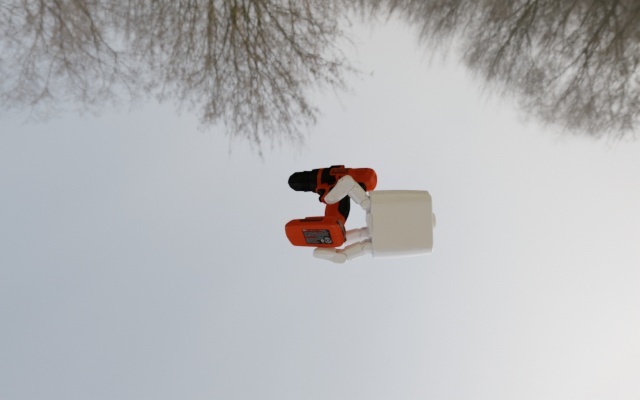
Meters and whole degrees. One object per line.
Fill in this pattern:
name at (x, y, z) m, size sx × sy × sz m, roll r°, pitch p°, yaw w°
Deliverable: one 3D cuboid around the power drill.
power drill at (0.000, 0.003, 0.886) m, size 0.184 × 0.057 × 0.187 m, roll -2°, pitch 40°, yaw 24°
